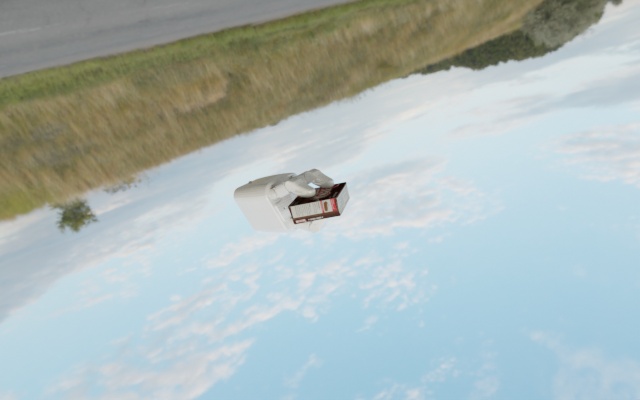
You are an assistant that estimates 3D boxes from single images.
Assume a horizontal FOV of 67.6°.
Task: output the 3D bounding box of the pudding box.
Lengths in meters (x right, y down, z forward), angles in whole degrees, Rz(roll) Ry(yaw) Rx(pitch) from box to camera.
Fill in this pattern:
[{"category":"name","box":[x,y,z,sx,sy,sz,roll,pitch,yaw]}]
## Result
[{"category":"pudding box","box":[0.000,0.003,0.864,0.090,0.039,0.113,-12,15,15]}]
